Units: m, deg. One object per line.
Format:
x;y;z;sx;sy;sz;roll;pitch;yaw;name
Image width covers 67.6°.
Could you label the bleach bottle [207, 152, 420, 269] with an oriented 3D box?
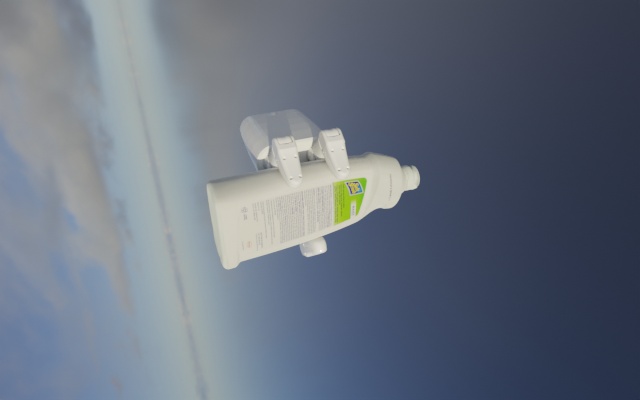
0.000;0.002;0.564;0.251;0.103;0.068;-12;35;-18;bleach bottle
